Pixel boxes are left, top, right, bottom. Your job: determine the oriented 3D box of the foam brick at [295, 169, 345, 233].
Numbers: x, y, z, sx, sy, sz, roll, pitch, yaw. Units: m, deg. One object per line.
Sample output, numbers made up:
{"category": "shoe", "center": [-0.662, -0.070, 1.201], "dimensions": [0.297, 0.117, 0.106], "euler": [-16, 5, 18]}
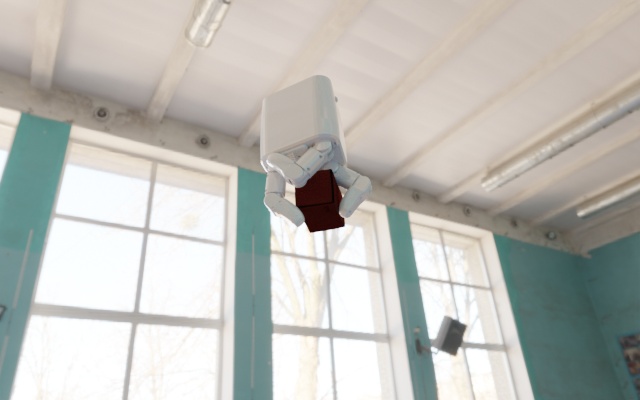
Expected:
{"category": "foam brick", "center": [0.000, 0.002, 0.638], "dimensions": [0.053, 0.051, 0.078], "euler": [-9, -29, 9]}
